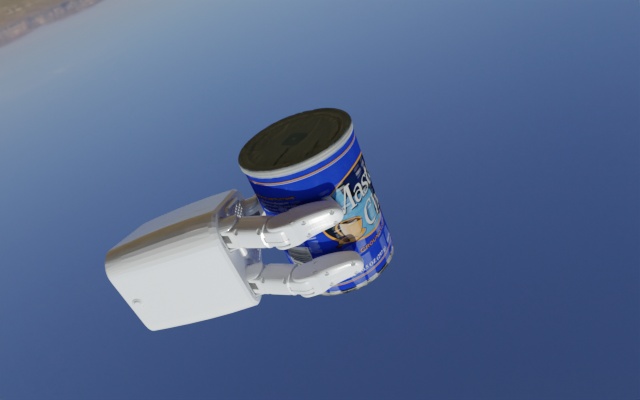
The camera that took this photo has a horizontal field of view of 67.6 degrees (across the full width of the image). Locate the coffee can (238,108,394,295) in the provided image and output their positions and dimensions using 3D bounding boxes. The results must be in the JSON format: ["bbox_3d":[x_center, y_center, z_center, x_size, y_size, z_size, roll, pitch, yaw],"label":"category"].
[{"bbox_3d":[0.000,0.001,0.440,0.103,0.140,0.102,-16,32,10],"label":"coffee can"}]
